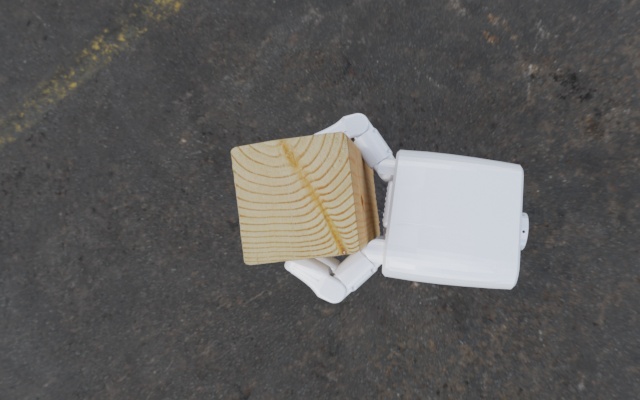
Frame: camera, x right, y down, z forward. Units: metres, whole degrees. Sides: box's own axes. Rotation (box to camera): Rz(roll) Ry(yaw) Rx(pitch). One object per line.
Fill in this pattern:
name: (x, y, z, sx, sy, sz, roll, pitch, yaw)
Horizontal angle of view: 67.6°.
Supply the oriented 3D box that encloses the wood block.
wood block: (0.000, 0.001, 0.447, 0.090, 0.091, 0.206, -7, -3, 11)
